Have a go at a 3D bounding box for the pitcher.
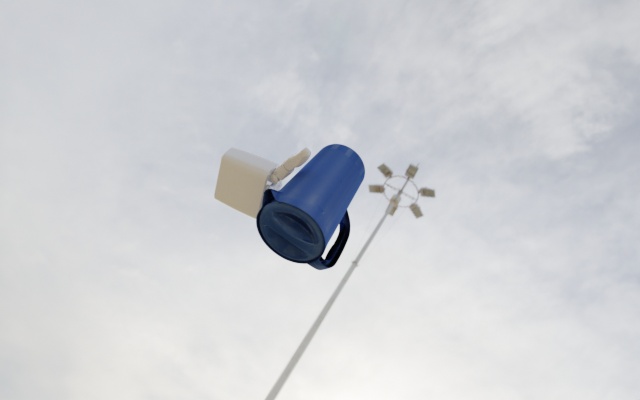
[{"bbox_3d":[0.000,0.003,0.897,0.145,0.149,0.242,21,42,15],"label":"pitcher"}]
